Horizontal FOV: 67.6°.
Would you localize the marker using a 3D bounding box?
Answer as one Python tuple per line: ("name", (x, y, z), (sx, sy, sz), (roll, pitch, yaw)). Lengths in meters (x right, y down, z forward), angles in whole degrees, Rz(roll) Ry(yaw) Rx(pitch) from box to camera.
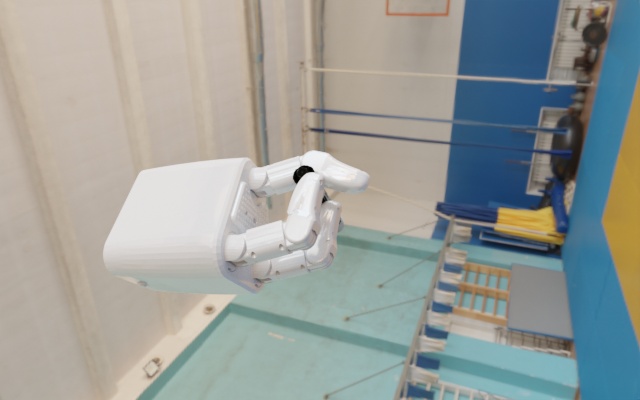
("marker", (0.000, 0.001, 0.431), (0.020, 0.020, 0.121), (0, -23, 16))
